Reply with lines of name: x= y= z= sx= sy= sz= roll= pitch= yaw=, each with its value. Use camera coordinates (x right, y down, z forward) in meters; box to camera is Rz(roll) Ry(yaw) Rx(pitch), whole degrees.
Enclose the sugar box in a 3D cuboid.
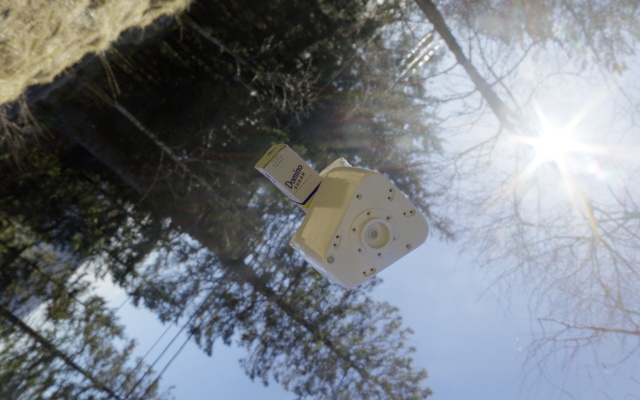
sugar box: x=0.001 y=0.002 z=0.598 sx=0.176 sy=0.048 sz=0.093 roll=44 pitch=-6 yaw=-14
